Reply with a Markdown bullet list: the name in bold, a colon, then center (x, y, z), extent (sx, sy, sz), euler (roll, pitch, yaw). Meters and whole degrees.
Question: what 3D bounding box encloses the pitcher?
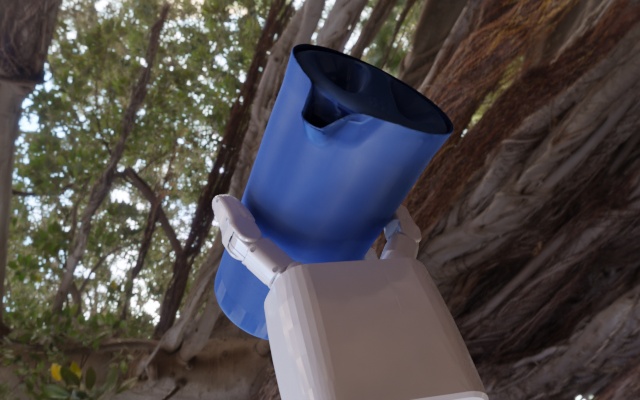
- **pitcher**: center (0.000, 0.001, 0.419), extent (0.149, 0.243, 0.145), euler (12, 32, -26)
